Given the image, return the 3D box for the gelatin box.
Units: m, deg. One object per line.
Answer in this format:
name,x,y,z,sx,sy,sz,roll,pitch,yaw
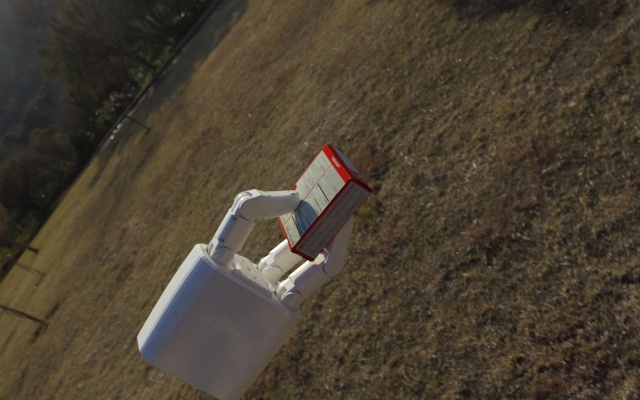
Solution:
gelatin box,0.000,0.001,0.447,0.030,0.089,0.073,29,17,-30
